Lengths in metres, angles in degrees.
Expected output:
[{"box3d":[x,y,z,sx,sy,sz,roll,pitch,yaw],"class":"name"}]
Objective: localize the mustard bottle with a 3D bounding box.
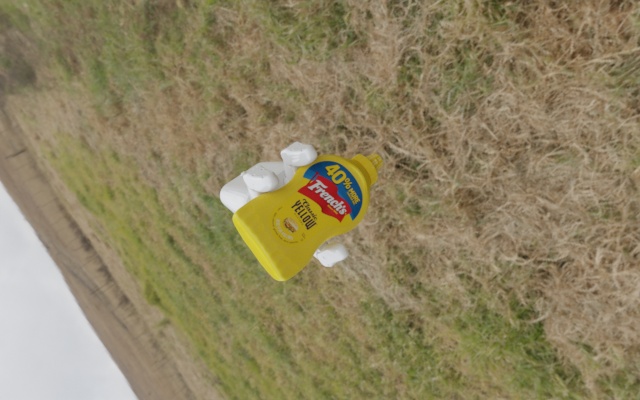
[{"box3d":[0.000,0.002,0.561,0.191,0.096,0.058,-36,1,-21],"class":"mustard bottle"}]
